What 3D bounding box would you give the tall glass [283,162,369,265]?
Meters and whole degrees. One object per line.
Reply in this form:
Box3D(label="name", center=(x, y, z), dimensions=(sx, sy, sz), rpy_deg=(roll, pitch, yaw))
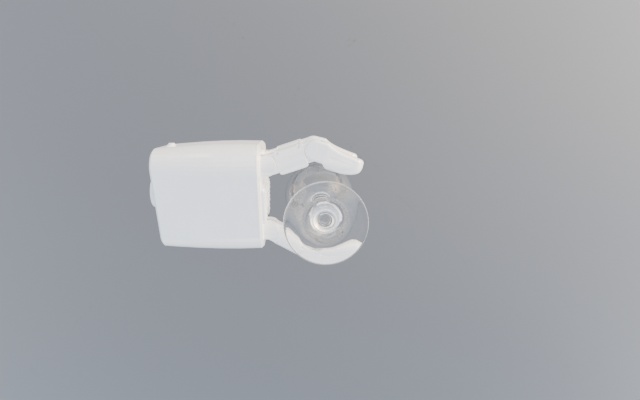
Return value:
Box3D(label="tall glass", center=(0.000, 0.002, 0.507), dimensions=(0.079, 0.079, 0.201), rpy_deg=(0, 11, -2))
